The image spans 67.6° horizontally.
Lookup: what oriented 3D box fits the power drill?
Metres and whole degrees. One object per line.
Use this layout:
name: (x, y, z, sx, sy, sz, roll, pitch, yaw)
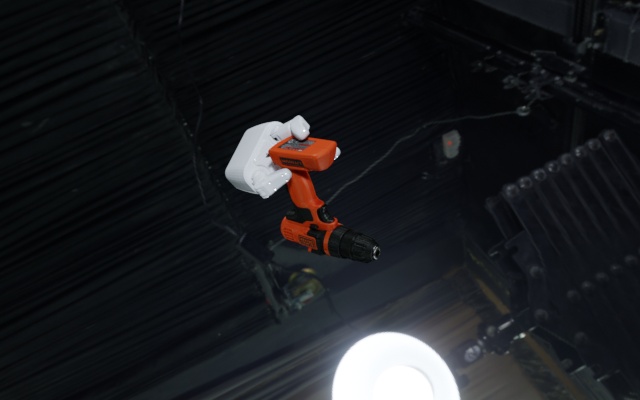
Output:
power drill: (0.000, 0.002, 0.717, 0.184, 0.188, 0.057, 13, 37, 36)
